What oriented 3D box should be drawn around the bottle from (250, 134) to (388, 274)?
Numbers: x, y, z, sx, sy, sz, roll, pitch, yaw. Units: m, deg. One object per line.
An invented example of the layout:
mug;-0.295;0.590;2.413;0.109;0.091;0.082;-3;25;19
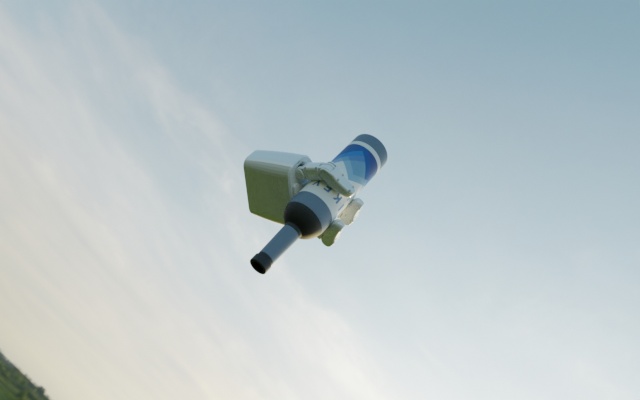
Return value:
bottle;0.000;0.002;0.717;0.069;0.069;0.295;0;36;45
